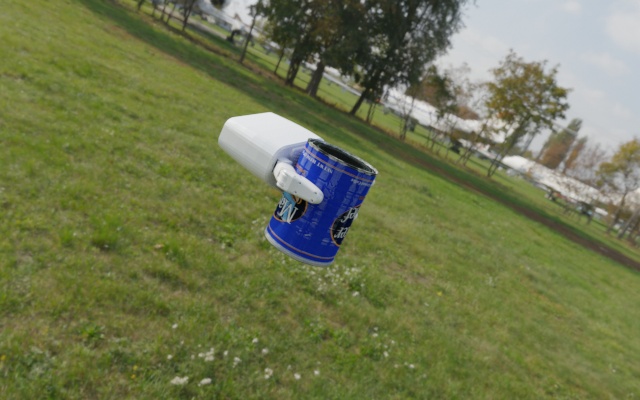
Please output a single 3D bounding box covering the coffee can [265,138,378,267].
[{"bbox_3d":[0.000,0.002,0.636,0.103,0.140,0.102,24,14,-7],"label":"coffee can"}]
